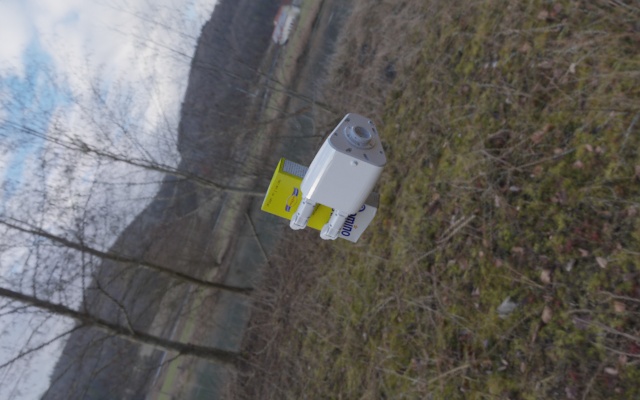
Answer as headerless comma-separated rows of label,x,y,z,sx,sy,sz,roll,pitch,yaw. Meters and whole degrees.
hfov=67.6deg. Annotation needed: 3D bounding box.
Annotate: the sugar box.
sugar box,0.000,0.003,0.794,0.176,0.093,0.048,21,41,-9
